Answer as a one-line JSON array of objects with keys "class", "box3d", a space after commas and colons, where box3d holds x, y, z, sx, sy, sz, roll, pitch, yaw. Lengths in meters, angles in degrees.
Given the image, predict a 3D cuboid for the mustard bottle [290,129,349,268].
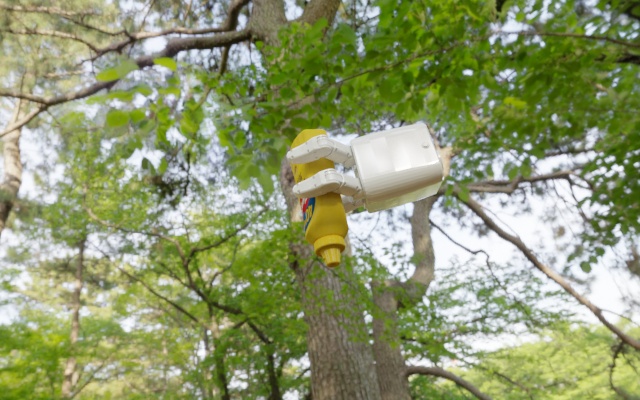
[{"class": "mustard bottle", "box3d": [0.000, 0.002, 0.658, 0.058, 0.191, 0.096, -2, -32, -16]}]
